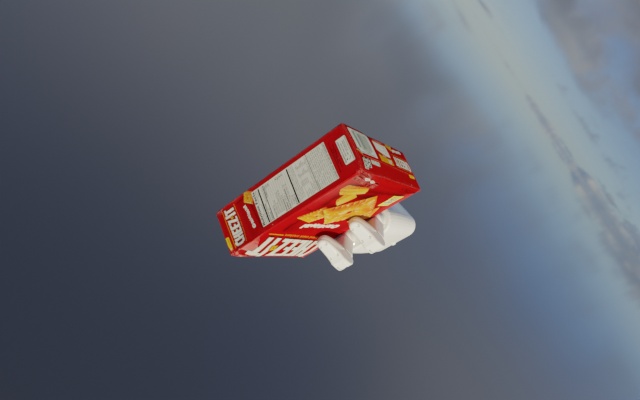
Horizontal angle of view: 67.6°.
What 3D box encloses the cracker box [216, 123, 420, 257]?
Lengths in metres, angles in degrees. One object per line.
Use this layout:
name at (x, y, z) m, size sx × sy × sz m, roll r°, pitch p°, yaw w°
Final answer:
cracker box at (0.000, 0.002, 0.625) m, size 0.214 × 0.072 × 0.164 m, roll -33°, pitch -23°, yaw 26°
